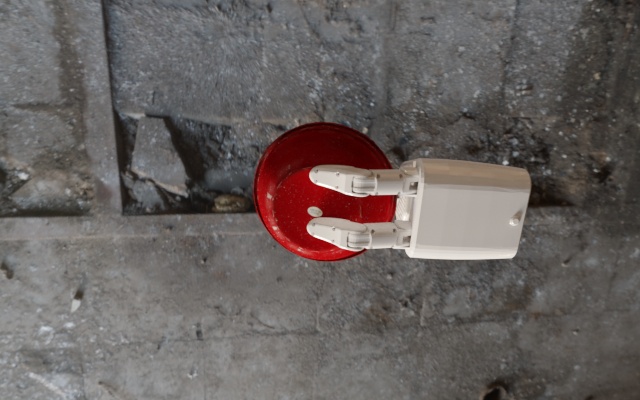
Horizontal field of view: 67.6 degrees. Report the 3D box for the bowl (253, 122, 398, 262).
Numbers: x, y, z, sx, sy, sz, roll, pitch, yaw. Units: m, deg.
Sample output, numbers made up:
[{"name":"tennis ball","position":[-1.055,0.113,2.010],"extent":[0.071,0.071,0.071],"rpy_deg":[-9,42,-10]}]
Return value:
[{"name":"bowl","position":[-0.001,0.002,0.504],"extent":[0.162,0.162,0.055],"rpy_deg":[0,18,9]}]
